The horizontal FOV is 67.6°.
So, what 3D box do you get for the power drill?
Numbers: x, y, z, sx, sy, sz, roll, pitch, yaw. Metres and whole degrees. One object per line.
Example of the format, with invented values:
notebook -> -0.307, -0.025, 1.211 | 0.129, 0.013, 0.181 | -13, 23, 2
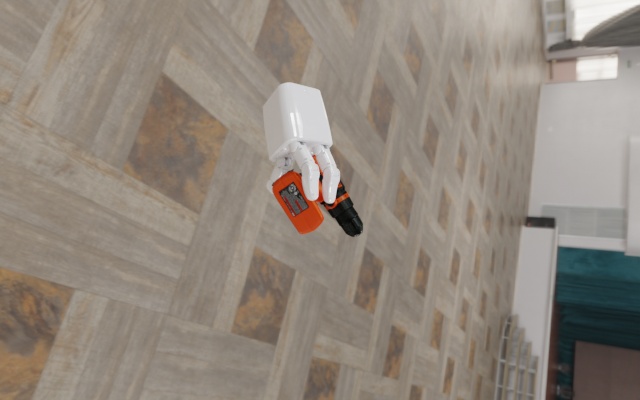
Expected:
power drill -> 0.000, 0.003, 0.867 | 0.057, 0.184, 0.187 | -36, -4, 22
